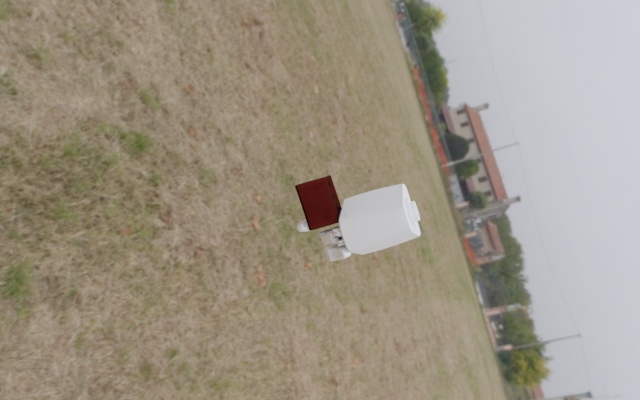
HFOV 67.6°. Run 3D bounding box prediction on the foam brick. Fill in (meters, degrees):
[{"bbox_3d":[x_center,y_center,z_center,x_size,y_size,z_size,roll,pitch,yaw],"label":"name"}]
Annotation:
[{"bbox_3d":[0.000,0.002,0.781,0.051,0.078,0.053,-18,3,16],"label":"foam brick"}]
